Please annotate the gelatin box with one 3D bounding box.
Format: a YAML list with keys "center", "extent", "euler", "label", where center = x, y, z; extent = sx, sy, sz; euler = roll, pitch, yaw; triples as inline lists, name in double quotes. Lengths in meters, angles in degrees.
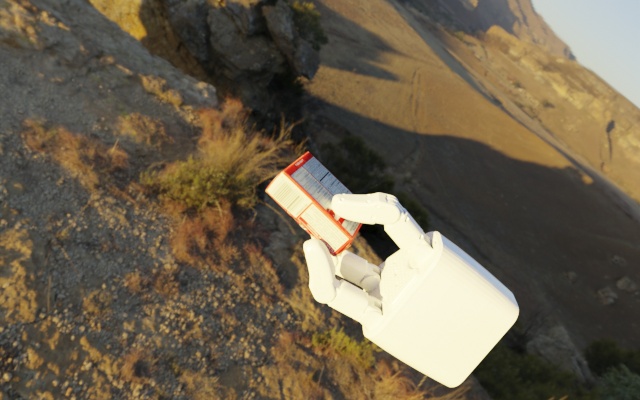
- center: [0.000, 0.001, 0.451]
  extent: [0.030, 0.089, 0.073]
  euler: [-45, 2, 26]
  label: "gelatin box"
